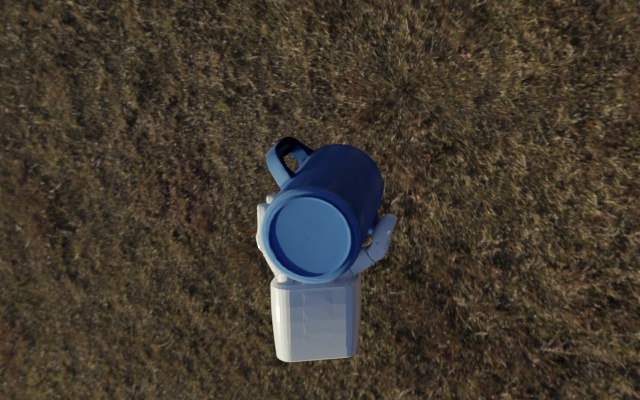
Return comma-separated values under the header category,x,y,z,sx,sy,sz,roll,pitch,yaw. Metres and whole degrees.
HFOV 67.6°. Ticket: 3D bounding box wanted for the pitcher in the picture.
category,x,y,z,sx,sy,sz,roll,pitch,yaw
pitcher,0.000,0.002,0.602,0.149,0.145,0.242,3,14,9
